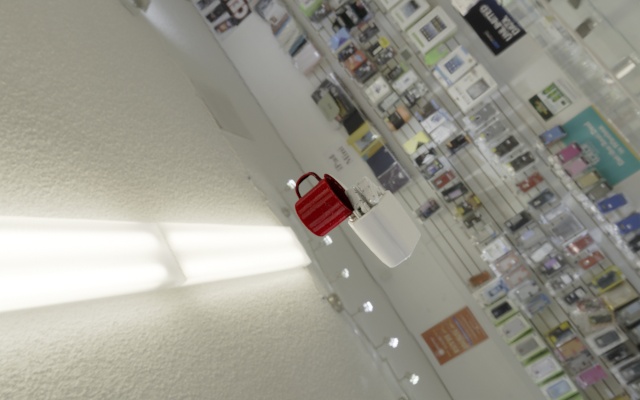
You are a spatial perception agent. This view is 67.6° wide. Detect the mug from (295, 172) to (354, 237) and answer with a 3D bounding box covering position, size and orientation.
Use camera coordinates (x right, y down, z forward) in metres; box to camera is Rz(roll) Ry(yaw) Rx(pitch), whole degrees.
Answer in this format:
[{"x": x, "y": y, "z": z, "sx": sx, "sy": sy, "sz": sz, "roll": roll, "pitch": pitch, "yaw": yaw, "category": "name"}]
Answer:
[{"x": -0.001, "y": 0.002, "z": 0.869, "sx": 0.081, "sy": 0.117, "sz": 0.093, "roll": -39, "pitch": 2, "yaw": 15, "category": "mug"}]
